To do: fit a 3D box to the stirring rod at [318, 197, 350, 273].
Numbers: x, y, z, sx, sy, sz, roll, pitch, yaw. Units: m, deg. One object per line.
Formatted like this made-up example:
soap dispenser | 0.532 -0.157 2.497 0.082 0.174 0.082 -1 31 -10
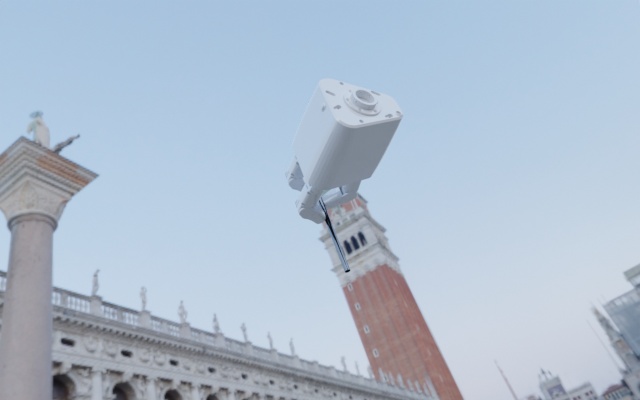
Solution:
stirring rod | 0.000 0.002 0.700 0.011 0.239 0.011 -14 -36 -10
